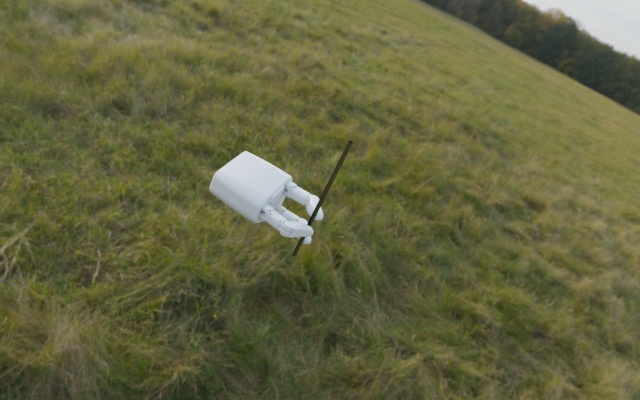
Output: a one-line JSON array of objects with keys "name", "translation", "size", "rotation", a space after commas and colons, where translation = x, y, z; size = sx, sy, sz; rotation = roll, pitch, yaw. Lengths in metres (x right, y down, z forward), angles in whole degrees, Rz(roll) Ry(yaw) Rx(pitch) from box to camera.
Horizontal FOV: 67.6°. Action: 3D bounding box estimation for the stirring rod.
[{"name": "stirring rod", "translation": [0.000, 0.003, 0.820], "size": [0.011, 0.240, 0.011], "rotation": [21, 26, -11]}]
